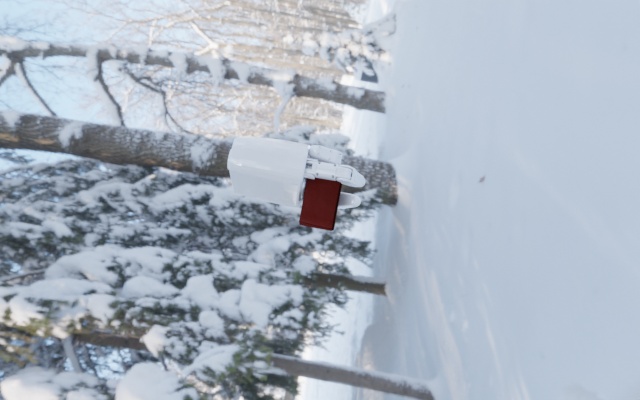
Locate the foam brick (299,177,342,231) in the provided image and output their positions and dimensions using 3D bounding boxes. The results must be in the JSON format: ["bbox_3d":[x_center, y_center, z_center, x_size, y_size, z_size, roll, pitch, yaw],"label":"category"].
[{"bbox_3d":[0.000,0.003,0.701,0.051,0.078,0.053,11,-8,-1],"label":"foam brick"}]
